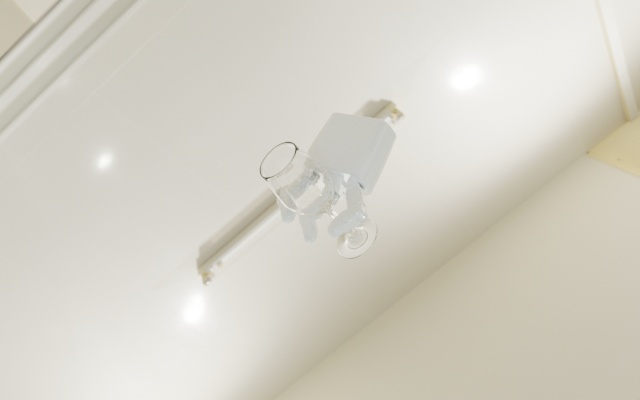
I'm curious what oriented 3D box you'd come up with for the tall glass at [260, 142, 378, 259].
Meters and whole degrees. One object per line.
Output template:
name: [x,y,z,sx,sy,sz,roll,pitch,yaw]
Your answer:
tall glass: [0.000,0.003,0.685,0.079,0.079,0.201,0,-34,44]
